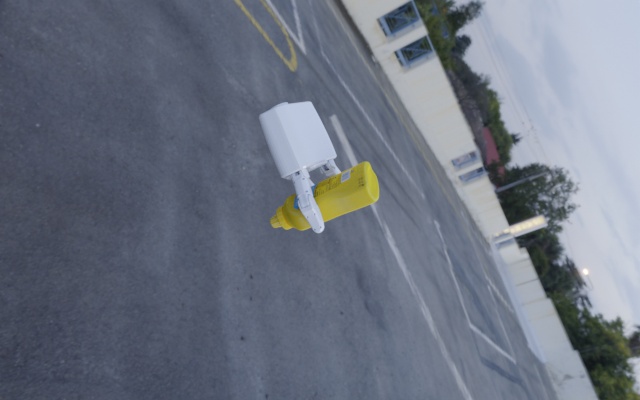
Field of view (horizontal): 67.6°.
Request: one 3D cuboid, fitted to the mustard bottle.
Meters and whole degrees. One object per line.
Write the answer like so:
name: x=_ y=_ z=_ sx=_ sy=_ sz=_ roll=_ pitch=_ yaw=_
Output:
mustard bottle: x=0.001 y=0.003 z=0.792 sx=0.191 sy=0.058 sz=0.096 roll=-23 pitch=25 yaw=18
